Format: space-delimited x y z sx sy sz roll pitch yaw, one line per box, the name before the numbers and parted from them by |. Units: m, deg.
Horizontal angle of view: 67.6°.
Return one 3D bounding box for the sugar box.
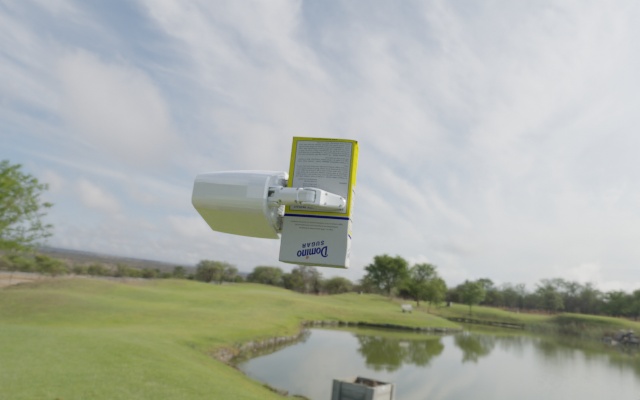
sugar box | 0.000 0.002 0.659 0.093 0.176 0.048 4 -10 11
